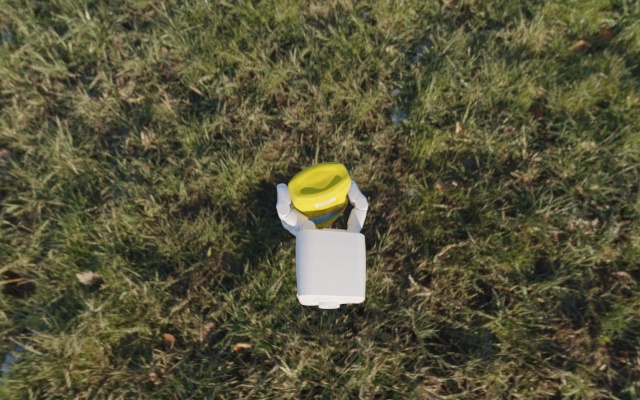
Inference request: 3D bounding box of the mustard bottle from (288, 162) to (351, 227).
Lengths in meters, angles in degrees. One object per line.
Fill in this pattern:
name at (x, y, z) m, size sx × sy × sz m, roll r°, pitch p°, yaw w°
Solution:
mustard bottle at (0.000, 0.002, 0.812) m, size 0.096 × 0.058 × 0.192 m, roll -22°, pitch -19°, yaw -7°
